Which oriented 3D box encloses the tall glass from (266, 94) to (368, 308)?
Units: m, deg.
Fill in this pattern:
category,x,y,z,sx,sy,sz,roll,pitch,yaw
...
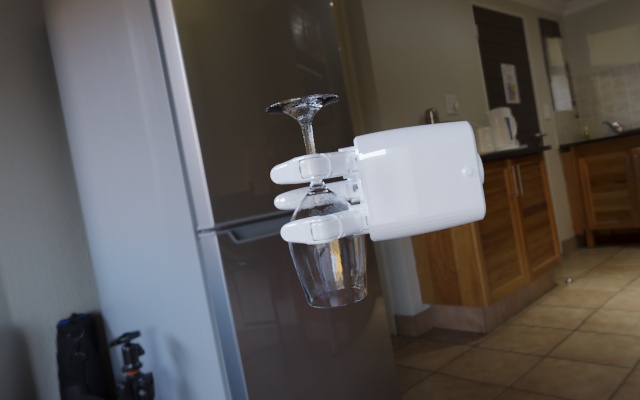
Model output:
category,x,y,z,sx,sy,sz,roll,pitch,yaw
tall glass,0.000,0.001,0.479,0.079,0.201,0.079,-10,2,0
